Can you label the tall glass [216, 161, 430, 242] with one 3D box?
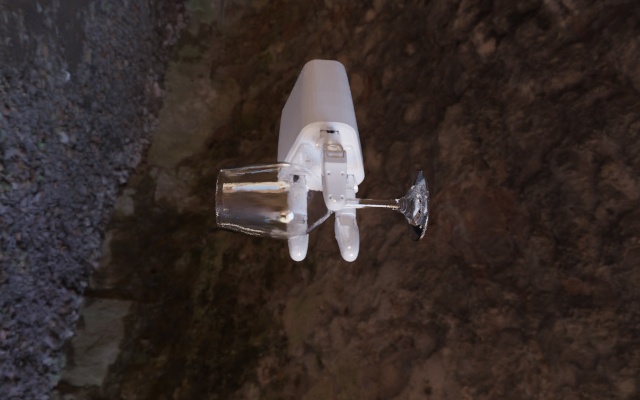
[{"bbox_3d":[0.001,0.002,0.478,0.201,0.079,0.079,2,0,-6],"label":"tall glass"}]
